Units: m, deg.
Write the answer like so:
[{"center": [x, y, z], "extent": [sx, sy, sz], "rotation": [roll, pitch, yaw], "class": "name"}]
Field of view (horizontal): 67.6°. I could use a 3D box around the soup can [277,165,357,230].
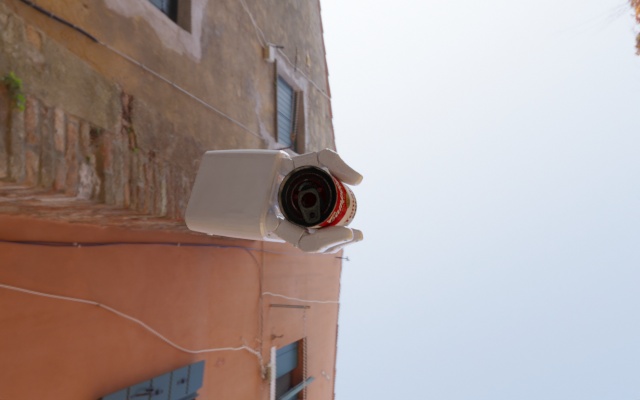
[{"center": [0.001, 0.002, 0.559], "extent": [0.068, 0.068, 0.102], "rotation": [0, -7, 17], "class": "soup can"}]
